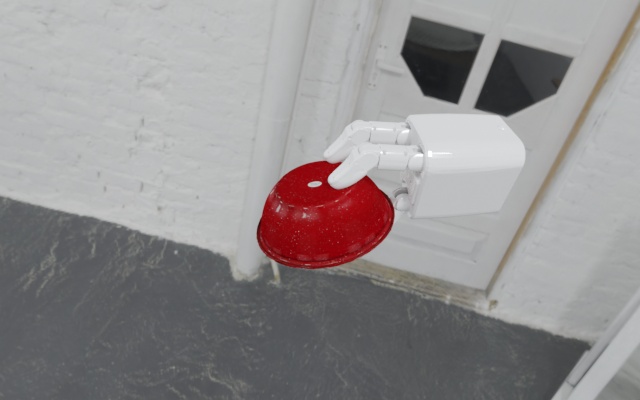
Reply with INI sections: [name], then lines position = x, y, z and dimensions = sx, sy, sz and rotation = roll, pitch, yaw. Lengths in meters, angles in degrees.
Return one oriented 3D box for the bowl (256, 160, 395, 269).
[bowl]
position = -0.001, 0.002, 0.534
dimensions = 0.162, 0.055, 0.162
rotation = -9, 35, 6
